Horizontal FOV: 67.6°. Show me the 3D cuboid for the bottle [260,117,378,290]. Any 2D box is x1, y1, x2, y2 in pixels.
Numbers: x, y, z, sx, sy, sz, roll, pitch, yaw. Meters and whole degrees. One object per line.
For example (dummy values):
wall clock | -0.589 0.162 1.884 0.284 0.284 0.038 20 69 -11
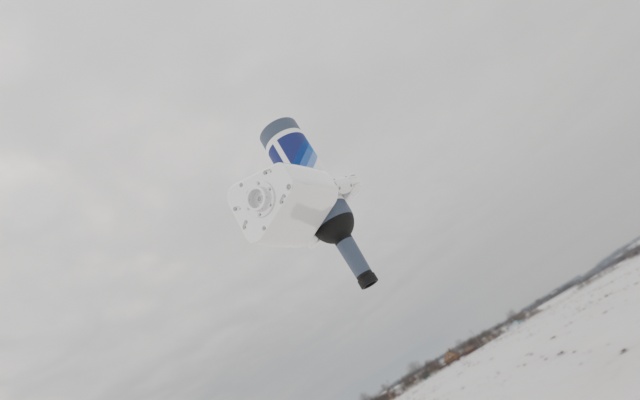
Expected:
bottle | 0.000 0.002 0.729 0.069 0.295 0.069 -26 -23 -12
